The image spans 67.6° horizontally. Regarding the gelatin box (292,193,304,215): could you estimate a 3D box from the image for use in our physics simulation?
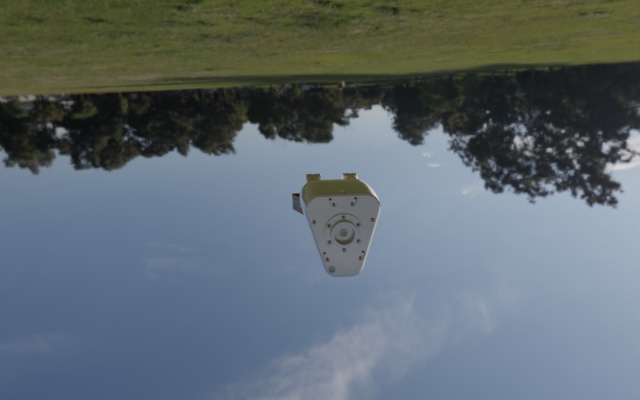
[{"bbox_3d":[0.000,0.003,0.760,0.073,0.030,0.089,-5,7,-16],"label":"gelatin box"}]
